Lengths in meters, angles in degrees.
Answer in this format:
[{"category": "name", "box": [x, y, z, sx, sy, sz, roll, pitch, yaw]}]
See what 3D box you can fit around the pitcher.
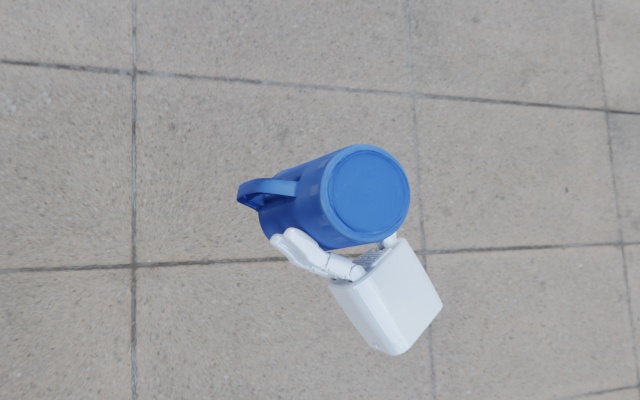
[{"category": "pitcher", "box": [0.000, 0.002, 0.609, 0.149, 0.145, 0.243, -33, 5, -20]}]
